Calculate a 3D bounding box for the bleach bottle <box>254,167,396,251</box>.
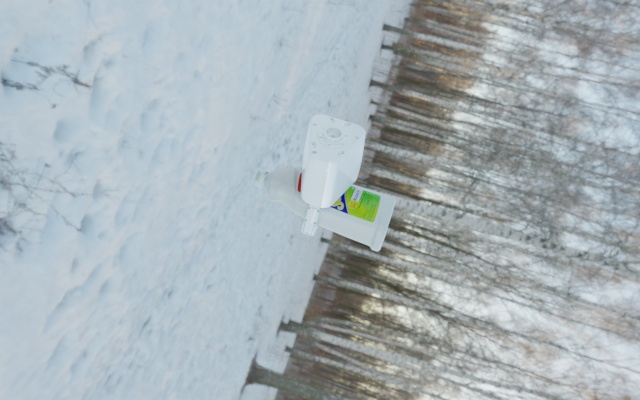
[{"bbox_3d":[0.000,0.003,0.849,0.251,0.102,0.068,18,-40,7],"label":"bleach bottle"}]
